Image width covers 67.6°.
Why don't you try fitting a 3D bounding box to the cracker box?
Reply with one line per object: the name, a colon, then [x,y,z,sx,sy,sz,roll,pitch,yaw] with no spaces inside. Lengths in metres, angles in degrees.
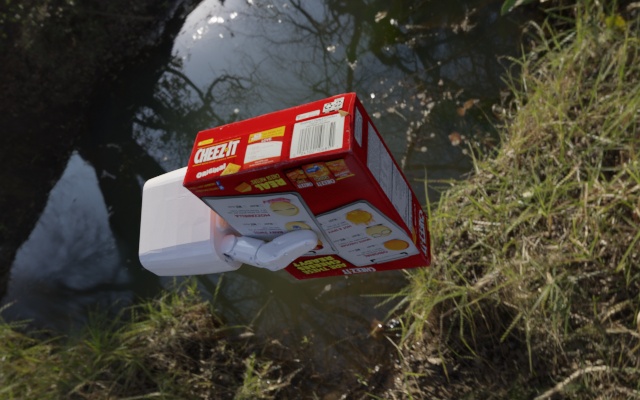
cracker box: [0.000,0.002,0.474,0.164,0.072,0.214,-10,-35,25]
